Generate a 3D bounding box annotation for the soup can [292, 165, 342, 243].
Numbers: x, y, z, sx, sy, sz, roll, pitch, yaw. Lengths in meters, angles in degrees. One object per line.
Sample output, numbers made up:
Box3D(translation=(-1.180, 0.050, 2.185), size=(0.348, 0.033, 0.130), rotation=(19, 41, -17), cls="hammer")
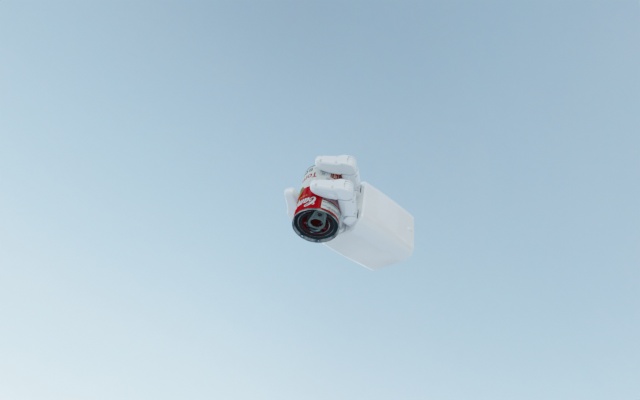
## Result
Box3D(translation=(0.000, 0.002, 0.704), size=(0.068, 0.069, 0.102), rotation=(0, 43, 11), cls="soup can")
